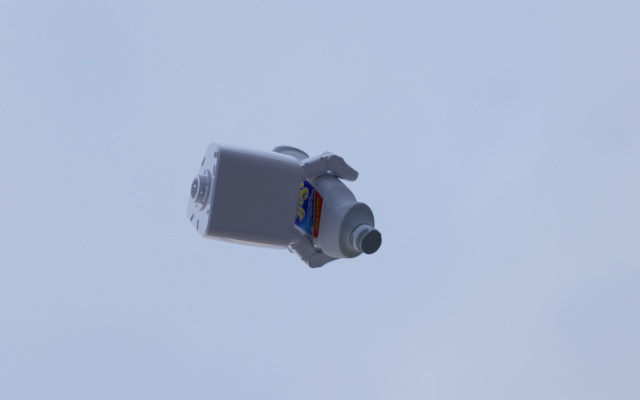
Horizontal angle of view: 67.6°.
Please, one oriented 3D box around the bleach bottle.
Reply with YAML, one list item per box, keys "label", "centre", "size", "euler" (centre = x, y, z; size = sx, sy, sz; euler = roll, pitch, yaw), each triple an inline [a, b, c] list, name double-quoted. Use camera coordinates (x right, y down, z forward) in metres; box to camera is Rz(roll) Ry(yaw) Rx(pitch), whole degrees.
- label: "bleach bottle"
  centre: [0.000, 0.002, 0.626]
  size: [0.068, 0.102, 0.250]
  euler: [12, 11, -32]
